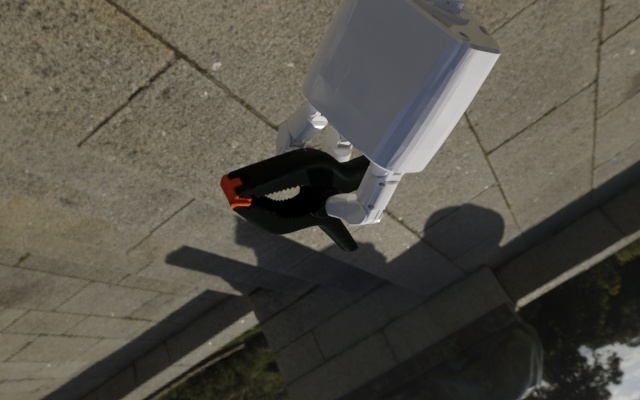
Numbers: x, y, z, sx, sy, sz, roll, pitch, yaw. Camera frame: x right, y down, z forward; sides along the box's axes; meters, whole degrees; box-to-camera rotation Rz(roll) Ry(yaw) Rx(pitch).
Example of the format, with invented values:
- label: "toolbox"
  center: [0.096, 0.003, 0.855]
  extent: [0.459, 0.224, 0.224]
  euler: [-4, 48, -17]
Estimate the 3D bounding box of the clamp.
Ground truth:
- label: "clamp"
  center: [0.000, 0.002, 0.458]
  extent: [0.210, 0.165, 0.036]
  euler: [-5, 47, -36]
